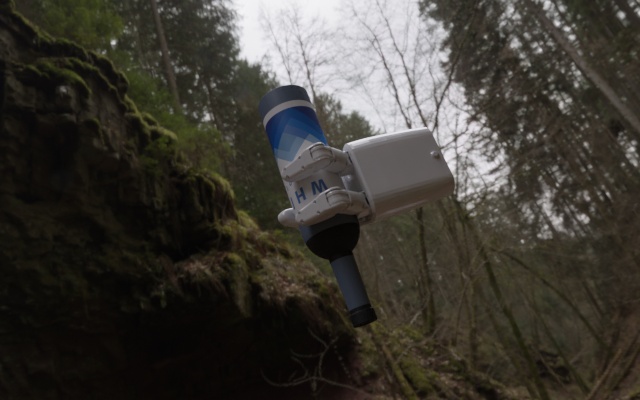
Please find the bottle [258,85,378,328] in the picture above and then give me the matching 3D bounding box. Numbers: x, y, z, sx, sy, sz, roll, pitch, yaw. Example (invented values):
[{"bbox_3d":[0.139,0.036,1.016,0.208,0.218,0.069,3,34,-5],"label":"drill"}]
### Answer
[{"bbox_3d":[0.000,0.002,0.558,0.069,0.295,0.069,-18,-21,-7],"label":"bottle"}]
